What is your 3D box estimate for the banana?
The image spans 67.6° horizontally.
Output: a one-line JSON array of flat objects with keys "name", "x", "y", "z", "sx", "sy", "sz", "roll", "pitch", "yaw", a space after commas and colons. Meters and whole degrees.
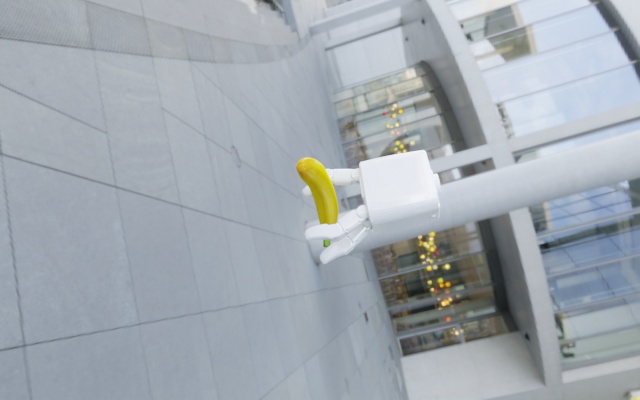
[{"name": "banana", "x": 0.001, "y": -0.010, "z": 0.726, "sx": 0.037, "sy": 0.069, "sz": 0.198, "roll": -9, "pitch": -41, "yaw": 9}]
